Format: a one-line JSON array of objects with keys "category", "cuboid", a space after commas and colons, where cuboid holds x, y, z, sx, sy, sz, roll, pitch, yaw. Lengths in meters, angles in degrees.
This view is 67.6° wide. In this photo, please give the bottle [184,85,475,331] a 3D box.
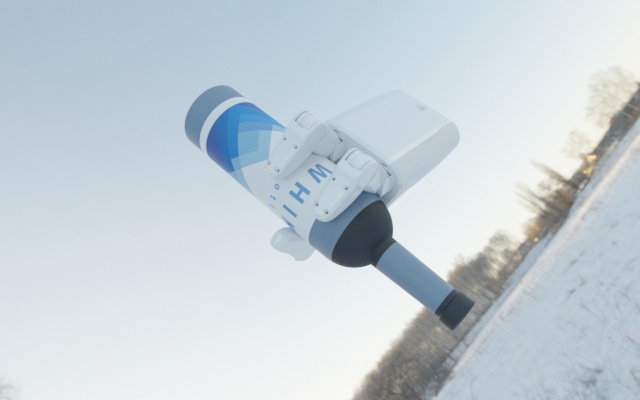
[{"category": "bottle", "cuboid": [0.000, 0.001, 0.409, 0.295, 0.069, 0.069, 39, 17, 23]}]
